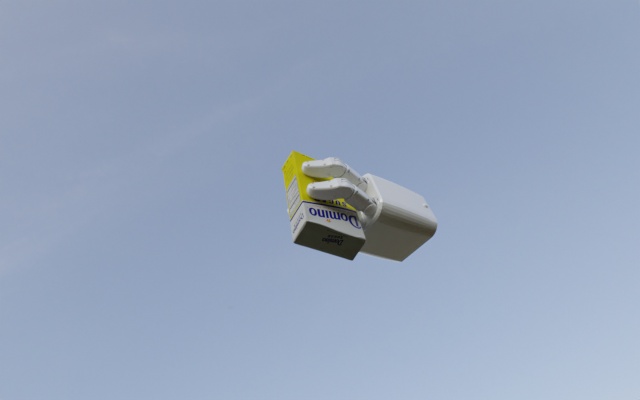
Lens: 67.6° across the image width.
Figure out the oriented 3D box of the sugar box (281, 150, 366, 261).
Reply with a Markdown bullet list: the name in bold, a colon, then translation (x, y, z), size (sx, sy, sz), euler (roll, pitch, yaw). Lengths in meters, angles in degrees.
- **sugar box**: translation (0.000, 0.002, 0.680), size (0.093, 0.048, 0.176), euler (19, 28, -23)
